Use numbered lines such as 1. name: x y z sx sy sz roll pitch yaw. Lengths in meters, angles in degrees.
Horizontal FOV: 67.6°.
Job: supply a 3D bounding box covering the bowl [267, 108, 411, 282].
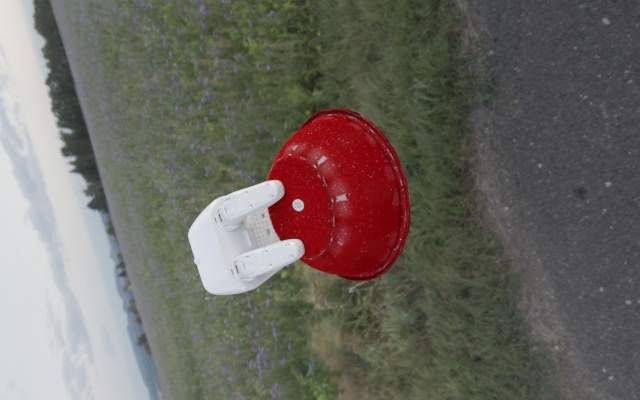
1. bowl: 0.000 0.001 0.424 0.055 0.162 0.162 -14 9 -40
